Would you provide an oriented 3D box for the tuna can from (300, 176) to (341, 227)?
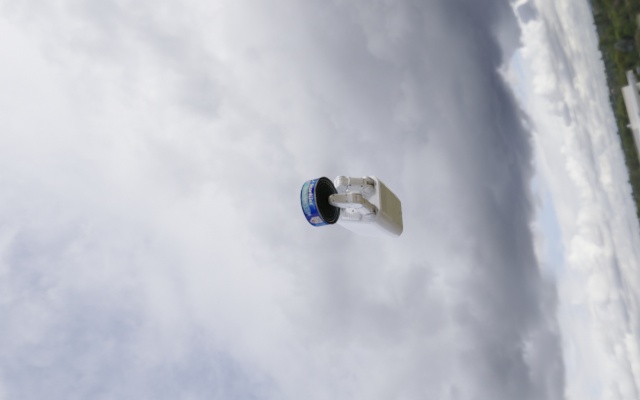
[{"bbox_3d":[0.000,0.003,0.841,0.034,0.086,0.086,-12,-6,29],"label":"tuna can"}]
